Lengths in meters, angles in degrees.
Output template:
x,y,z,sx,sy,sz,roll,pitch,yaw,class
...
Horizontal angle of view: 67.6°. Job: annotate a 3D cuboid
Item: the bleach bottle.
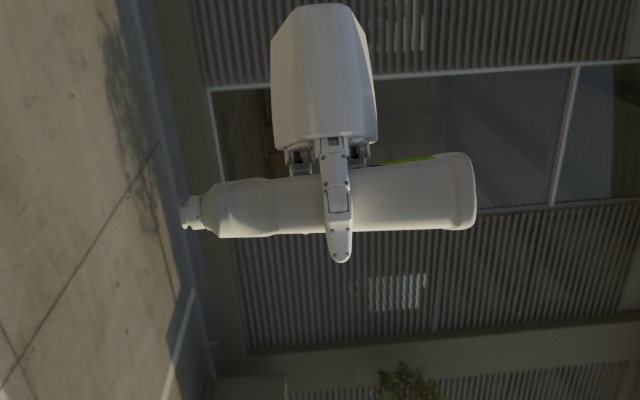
x,y,z,sx,sy,sz,roll,pitch,yaw,class
0.000,0.001,0.431,0.251,0.068,0.102,-5,1,-2,bleach bottle
